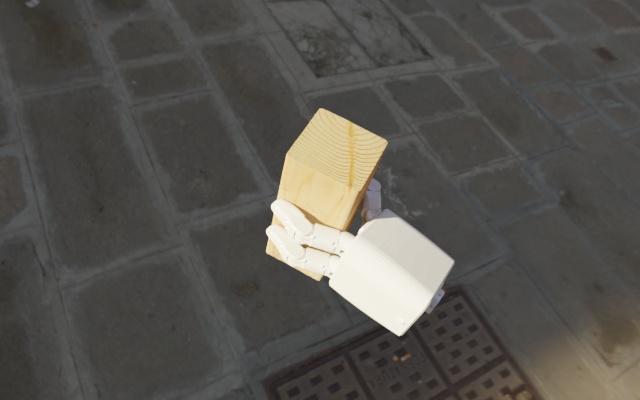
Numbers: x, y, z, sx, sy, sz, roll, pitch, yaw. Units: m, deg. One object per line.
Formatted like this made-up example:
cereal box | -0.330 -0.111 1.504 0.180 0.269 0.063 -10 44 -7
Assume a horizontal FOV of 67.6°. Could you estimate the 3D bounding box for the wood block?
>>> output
wood block | 0.001 0.002 0.599 0.090 0.090 0.206 27 -37 6
